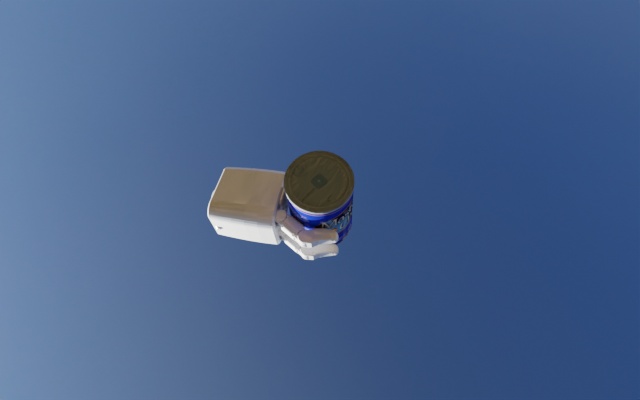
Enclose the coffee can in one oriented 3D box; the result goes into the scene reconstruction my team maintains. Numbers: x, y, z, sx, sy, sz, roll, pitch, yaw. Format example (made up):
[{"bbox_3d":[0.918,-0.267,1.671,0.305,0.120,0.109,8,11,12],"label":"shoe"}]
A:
[{"bbox_3d":[0.000,0.002,0.747,0.103,0.102,0.140,0,-27,2],"label":"coffee can"}]
